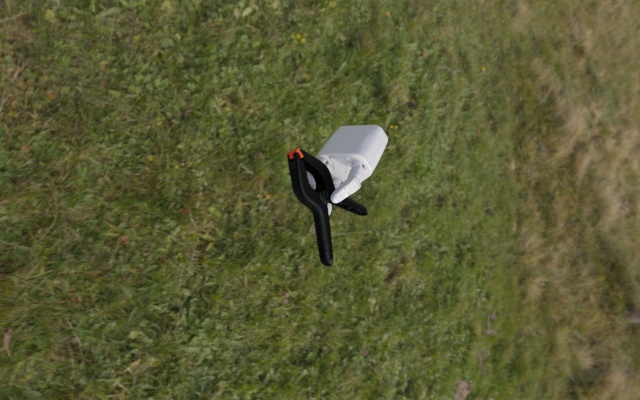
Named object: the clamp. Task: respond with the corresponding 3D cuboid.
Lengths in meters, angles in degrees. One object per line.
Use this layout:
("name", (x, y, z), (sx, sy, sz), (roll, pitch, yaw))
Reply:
("clamp", (0.001, 0.002, 0.862), (0.036, 0.210, 0.164), (-14, 33, 42))
